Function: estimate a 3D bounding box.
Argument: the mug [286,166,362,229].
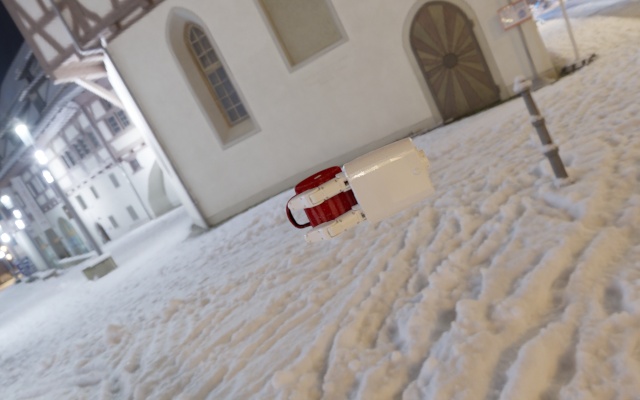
[{"bbox_3d":[-0.001,0.003,0.757,0.117,0.081,0.093,-24,11,11],"label":"mug"}]
